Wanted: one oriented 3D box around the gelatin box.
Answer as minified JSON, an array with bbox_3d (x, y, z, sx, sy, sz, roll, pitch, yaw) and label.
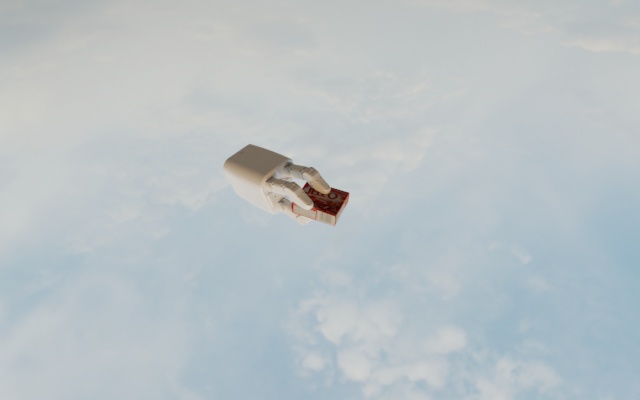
[{"bbox_3d":[0.000,0.003,0.894,0.089,0.030,0.073,18,43,15],"label":"gelatin box"}]
